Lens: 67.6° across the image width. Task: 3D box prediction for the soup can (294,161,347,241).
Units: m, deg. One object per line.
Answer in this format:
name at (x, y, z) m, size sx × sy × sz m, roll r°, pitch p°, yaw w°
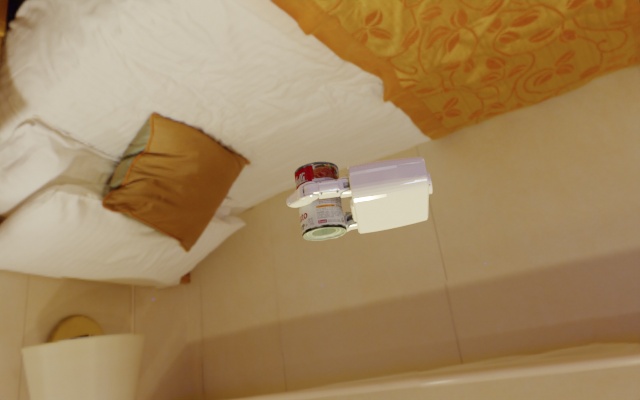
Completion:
soup can at (0.000, 0.003, 0.713) m, size 0.068 × 0.102 × 0.068 m, roll -7°, pitch -20°, yaw -3°
